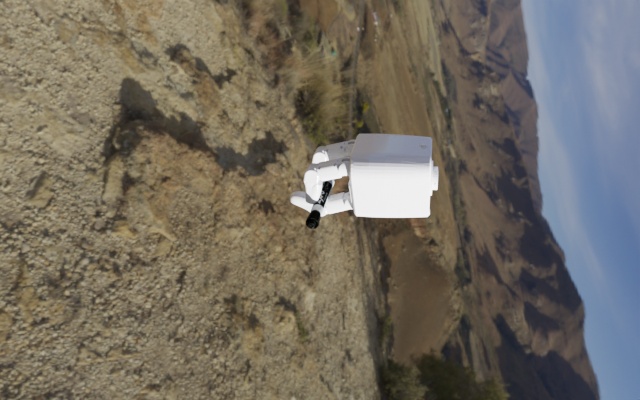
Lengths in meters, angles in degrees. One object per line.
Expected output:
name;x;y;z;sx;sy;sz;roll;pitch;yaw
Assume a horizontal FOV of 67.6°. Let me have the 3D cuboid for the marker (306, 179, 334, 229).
marker;0.000;0.002;0.694;0.020;0.020;0.121;0;32;14
